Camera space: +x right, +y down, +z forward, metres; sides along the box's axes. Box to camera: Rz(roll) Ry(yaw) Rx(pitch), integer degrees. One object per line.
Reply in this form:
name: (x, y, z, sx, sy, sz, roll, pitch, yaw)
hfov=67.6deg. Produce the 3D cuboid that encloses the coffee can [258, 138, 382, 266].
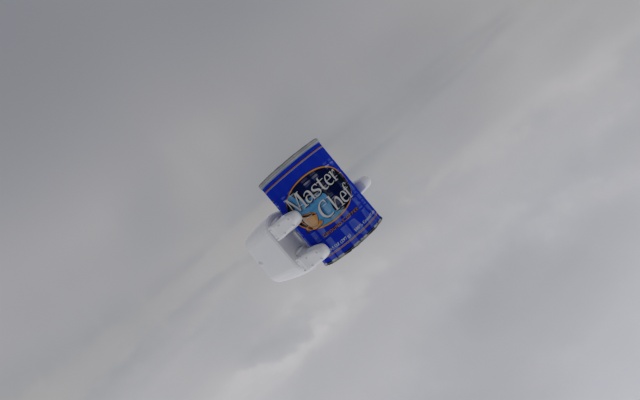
coffee can: (0.000, 0.002, 0.646, 0.103, 0.140, 0.103, -40, 3, 2)
